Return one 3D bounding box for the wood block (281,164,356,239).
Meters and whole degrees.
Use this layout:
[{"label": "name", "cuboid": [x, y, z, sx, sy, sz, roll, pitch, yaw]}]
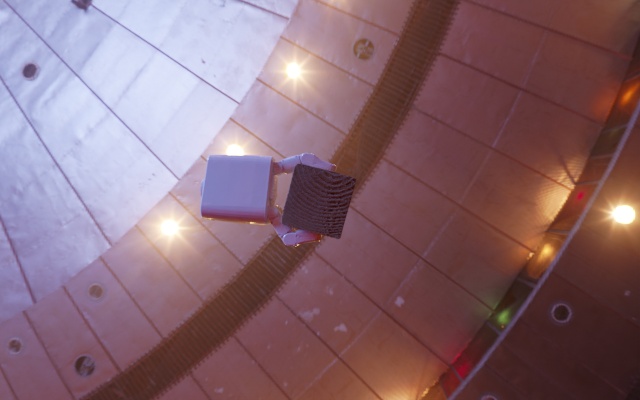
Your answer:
[{"label": "wood block", "cuboid": [0.000, 0.002, 0.766, 0.090, 0.091, 0.206, 14, 0, 2]}]
